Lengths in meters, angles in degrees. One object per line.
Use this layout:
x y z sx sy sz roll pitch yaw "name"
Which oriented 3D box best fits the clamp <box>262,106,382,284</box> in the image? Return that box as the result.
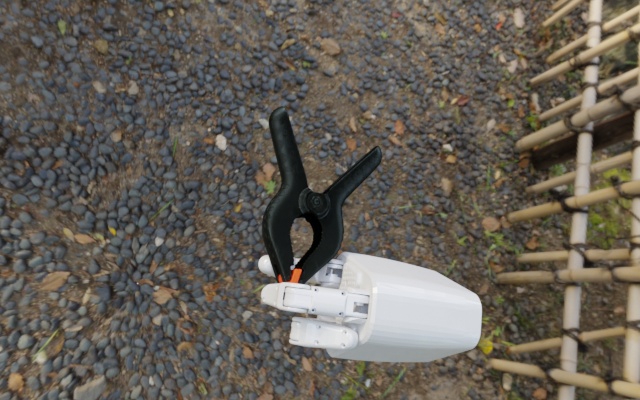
0.000 0.002 0.456 0.120 0.171 0.039 9 -12 -13 "clamp"
